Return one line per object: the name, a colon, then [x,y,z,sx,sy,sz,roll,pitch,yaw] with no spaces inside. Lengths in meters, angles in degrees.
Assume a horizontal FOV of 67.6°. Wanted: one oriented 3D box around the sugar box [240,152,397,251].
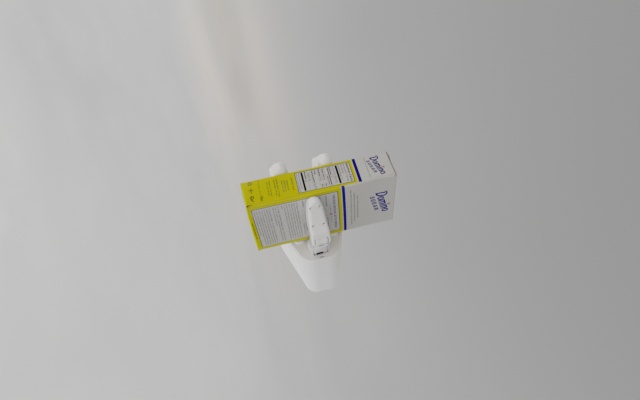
sugar box: [0.000,0.002,0.577,0.176,0.048,0.093,-14,-36,-6]
